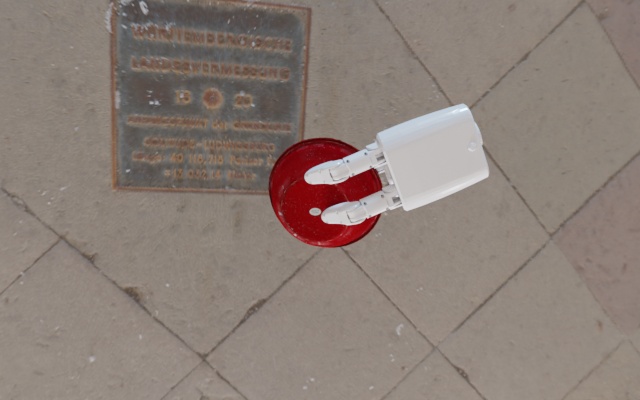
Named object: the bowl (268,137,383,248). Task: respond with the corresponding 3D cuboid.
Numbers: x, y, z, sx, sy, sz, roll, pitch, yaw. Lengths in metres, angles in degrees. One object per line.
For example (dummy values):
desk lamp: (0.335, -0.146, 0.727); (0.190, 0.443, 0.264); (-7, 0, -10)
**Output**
bowl: (-0.001, 0.003, 0.629); (0.162, 0.162, 0.055); (0, 23, 15)
